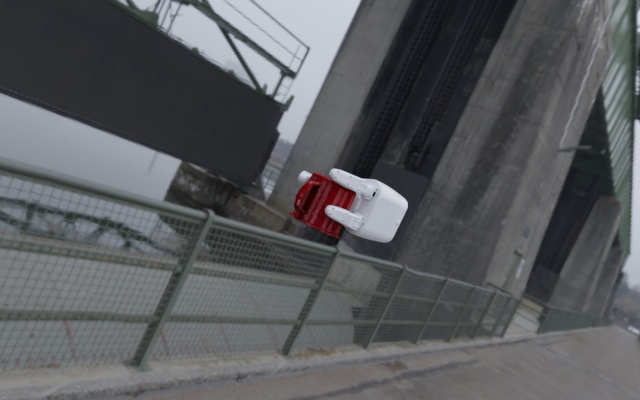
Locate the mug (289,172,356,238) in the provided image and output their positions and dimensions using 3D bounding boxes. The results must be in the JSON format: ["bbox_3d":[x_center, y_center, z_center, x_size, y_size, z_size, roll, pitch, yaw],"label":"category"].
[{"bbox_3d":[-0.001,0.002,0.779,0.093,0.081,0.117,28,3,40],"label":"mug"}]
